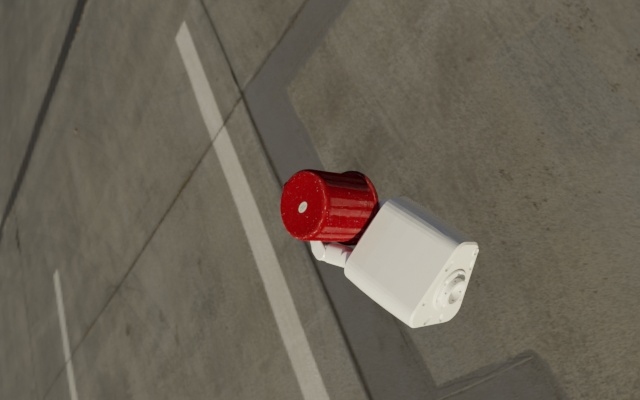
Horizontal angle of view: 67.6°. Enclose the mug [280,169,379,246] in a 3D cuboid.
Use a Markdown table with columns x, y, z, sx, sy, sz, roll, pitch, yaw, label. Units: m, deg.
| x | y | z | sx | sy | sz | roll | pitch | yaw | label |
| --- | --- | --- | --- | --- | --- | --- | --- | --- | --- |
| -0.001 | 0.001 | 0.570 | 0.081 | 0.093 | 0.117 | 5 | 22 | -44 | mug |
